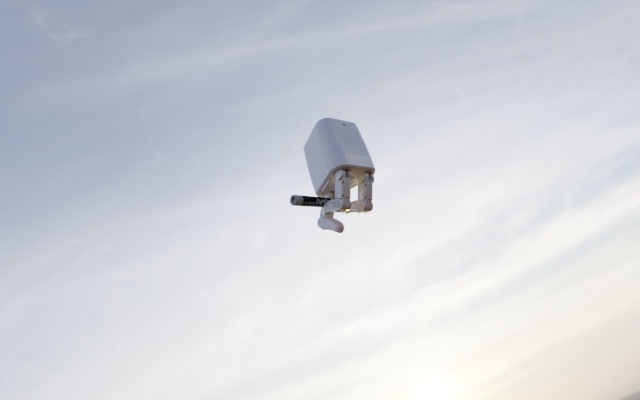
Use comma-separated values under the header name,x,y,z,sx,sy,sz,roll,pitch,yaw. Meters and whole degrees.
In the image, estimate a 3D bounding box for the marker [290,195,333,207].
name,x,y,z,sx,sy,sz,roll,pitch,yaw
marker,0.000,0.003,0.835,0.121,0.020,0.020,4,-3,-40
